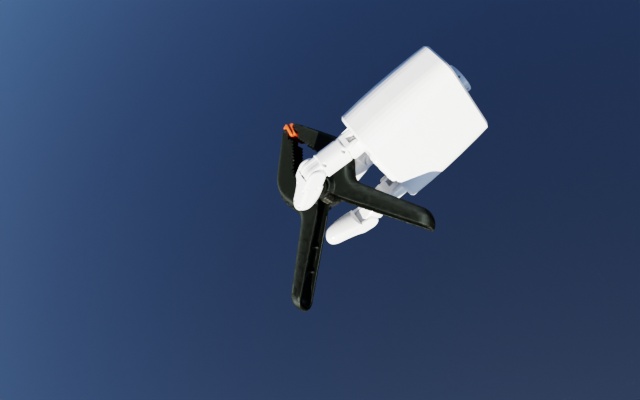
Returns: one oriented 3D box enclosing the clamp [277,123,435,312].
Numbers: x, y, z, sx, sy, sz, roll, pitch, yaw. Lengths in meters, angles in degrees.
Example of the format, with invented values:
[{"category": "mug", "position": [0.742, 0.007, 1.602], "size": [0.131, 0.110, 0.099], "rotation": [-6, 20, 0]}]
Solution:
[{"category": "clamp", "position": [0.000, 0.001, 0.514], "size": [0.164, 0.210, 0.036], "rotation": [-40, -33, 9]}]
